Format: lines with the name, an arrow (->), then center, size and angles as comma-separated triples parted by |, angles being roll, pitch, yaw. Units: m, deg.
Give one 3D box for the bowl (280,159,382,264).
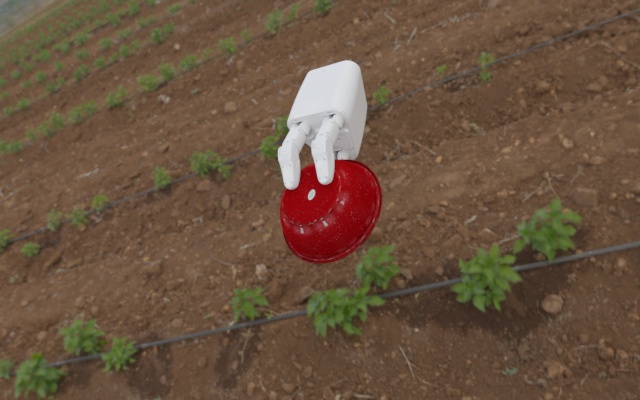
bowl -> 0.000, 0.003, 0.652 | 0.162, 0.162, 0.055 | 0, -25, 34
